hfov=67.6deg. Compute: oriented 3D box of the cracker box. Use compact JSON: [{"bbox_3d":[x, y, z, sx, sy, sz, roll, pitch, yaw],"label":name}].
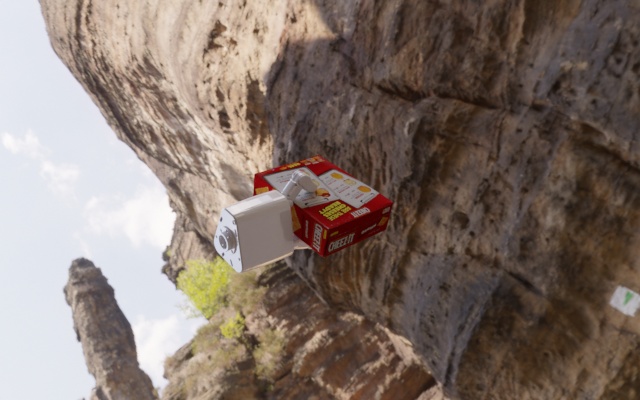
[{"bbox_3d":[0.000,0.003,0.896,0.164,0.072,0.213,-20,42,-37],"label":"cracker box"}]
